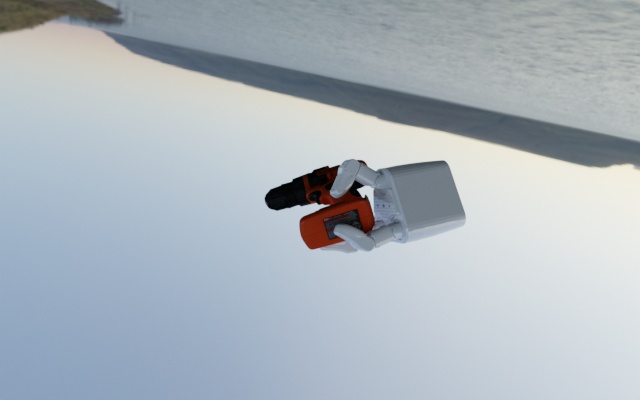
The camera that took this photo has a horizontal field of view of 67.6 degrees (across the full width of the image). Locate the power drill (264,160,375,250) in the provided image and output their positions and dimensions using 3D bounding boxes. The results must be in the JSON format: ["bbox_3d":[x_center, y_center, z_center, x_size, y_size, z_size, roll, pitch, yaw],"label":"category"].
[{"bbox_3d":[0.000,0.003,0.743,0.184,0.057,0.187,-19,25,3],"label":"power drill"}]
